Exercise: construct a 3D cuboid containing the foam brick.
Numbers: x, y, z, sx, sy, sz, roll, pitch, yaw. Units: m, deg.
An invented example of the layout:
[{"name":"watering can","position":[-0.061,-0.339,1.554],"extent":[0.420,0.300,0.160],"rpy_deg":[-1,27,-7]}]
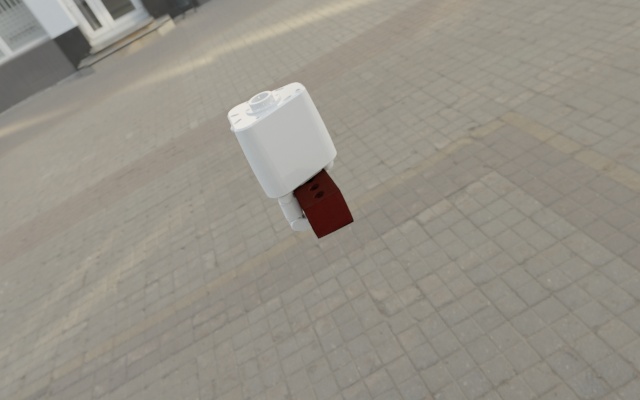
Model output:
[{"name":"foam brick","position":[0.000,0.002,0.622],"extent":[0.053,0.051,0.078],"rpy_deg":[-28,32,-4]}]
